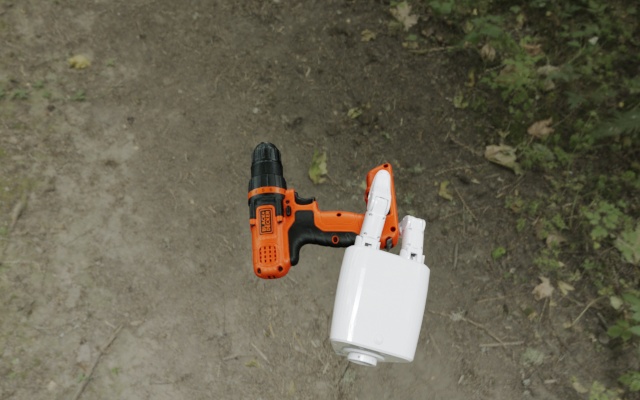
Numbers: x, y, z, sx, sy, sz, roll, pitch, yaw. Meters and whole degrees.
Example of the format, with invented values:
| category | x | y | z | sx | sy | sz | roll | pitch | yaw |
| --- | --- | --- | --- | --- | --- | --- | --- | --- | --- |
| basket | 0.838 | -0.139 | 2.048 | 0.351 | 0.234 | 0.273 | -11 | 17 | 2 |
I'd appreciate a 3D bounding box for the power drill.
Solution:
| category | x | y | z | sx | sy | sz | roll | pitch | yaw |
| --- | --- | --- | --- | --- | --- | --- | --- | --- | --- |
| power drill | 0.001 | 0.002 | 0.609 | 0.187 | 0.184 | 0.057 | -7 | -19 | 6 |
